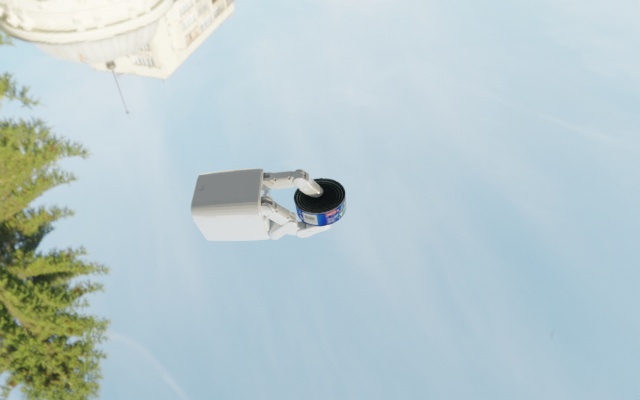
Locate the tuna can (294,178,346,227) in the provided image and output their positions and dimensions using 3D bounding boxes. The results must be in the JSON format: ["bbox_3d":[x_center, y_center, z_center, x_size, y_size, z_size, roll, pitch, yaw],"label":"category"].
[{"bbox_3d":[0.000,0.003,0.791,0.086,0.034,0.086,-5,43,4],"label":"tuna can"}]
